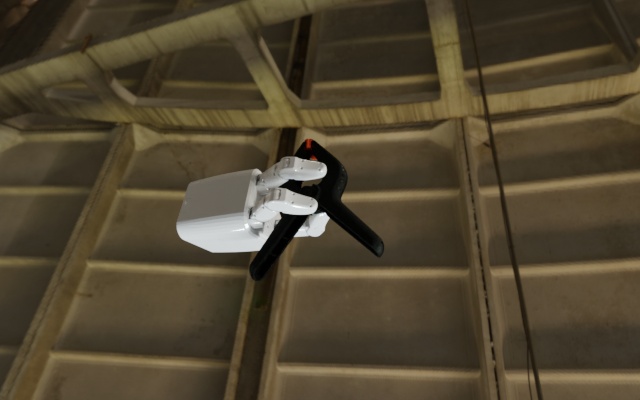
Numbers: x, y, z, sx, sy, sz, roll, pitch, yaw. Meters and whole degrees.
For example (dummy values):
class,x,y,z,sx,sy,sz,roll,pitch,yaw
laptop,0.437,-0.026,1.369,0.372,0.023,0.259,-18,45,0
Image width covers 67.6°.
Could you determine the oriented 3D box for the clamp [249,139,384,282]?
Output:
class,x,y,z,sx,sy,sz,roll,pitch,yaw
clamp,0.000,0.002,0.611,0.164,0.209,0.036,-7,-38,17
